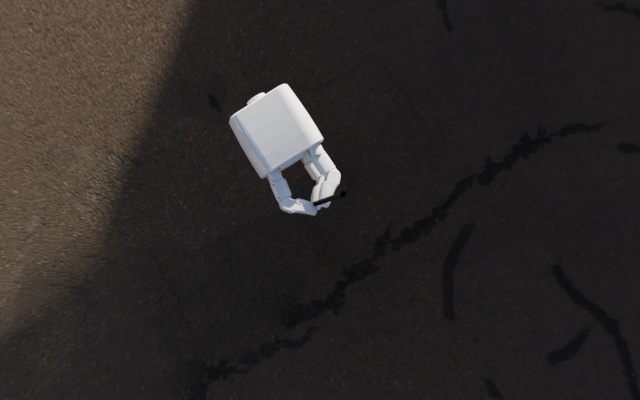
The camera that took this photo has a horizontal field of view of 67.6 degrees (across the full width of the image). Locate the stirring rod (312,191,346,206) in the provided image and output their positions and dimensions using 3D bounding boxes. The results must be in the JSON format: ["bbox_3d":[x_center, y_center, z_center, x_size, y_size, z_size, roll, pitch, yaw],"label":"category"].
[{"bbox_3d":[0.000,0.002,0.725,0.011,0.011,0.239,0,-5,-14],"label":"stirring rod"}]
